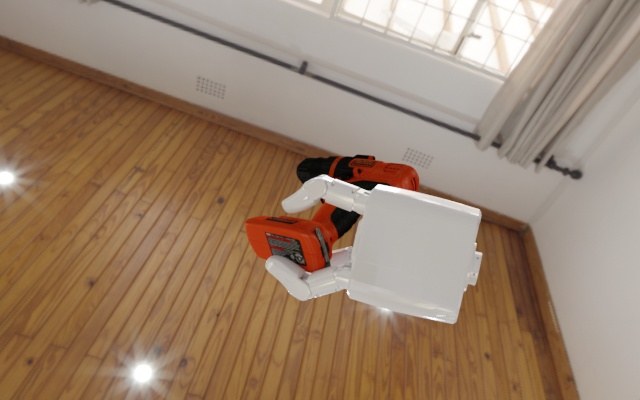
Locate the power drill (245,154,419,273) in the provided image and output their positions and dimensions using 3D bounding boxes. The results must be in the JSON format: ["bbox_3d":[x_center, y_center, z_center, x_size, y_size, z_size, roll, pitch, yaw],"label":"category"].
[{"bbox_3d":[0.000,0.002,0.577,0.184,0.057,0.187,8,36,40],"label":"power drill"}]
